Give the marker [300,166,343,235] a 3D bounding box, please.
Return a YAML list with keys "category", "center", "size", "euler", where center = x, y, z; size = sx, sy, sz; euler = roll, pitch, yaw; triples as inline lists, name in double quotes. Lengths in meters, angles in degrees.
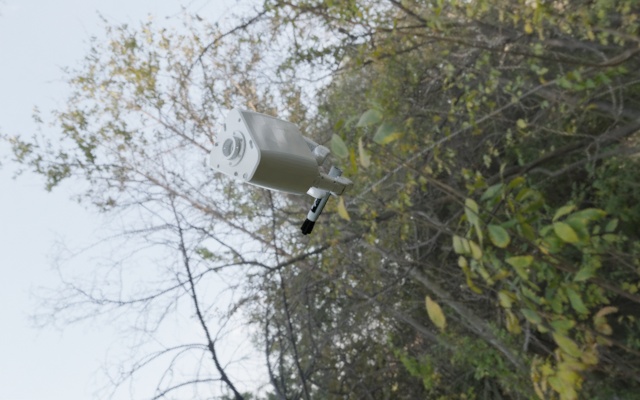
- category: "marker"
  center: [0.000, 0.002, 0.751]
  size: [0.020, 0.121, 0.020]
  euler: [25, 17, -8]
